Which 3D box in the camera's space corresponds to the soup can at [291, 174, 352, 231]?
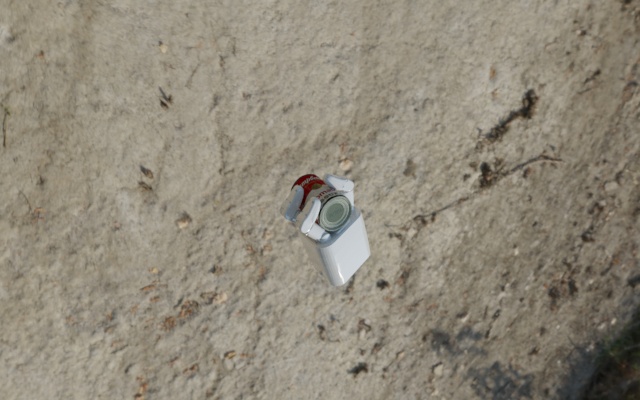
[{"bbox_3d":[0.000,0.002,0.833,0.068,0.068,0.102,0,23,-34],"label":"soup can"}]
